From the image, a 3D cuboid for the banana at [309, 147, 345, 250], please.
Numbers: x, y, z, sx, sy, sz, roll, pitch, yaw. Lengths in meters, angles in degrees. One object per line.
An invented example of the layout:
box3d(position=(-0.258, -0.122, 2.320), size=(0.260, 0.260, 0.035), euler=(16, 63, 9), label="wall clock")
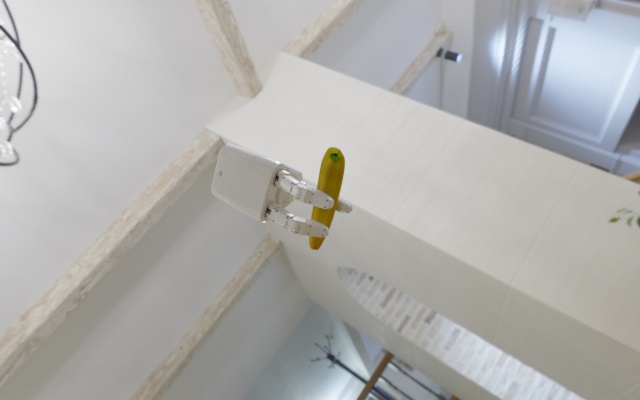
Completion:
box3d(position=(0.008, -0.011, 0.736), size=(0.037, 0.198, 0.069), euler=(21, 42, 13), label="banana")
